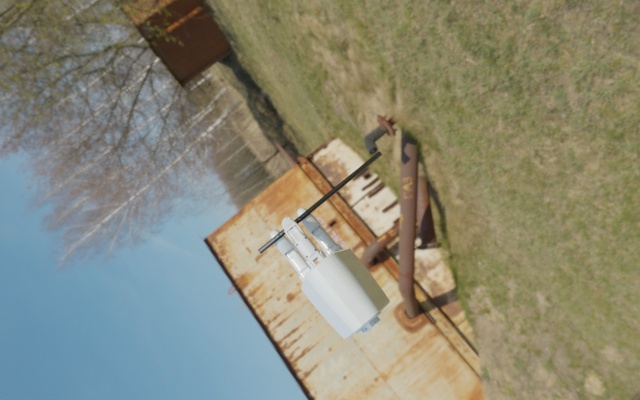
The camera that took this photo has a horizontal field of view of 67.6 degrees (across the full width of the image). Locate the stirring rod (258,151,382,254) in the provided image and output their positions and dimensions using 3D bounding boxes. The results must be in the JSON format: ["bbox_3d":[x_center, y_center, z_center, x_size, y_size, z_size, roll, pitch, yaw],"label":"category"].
[{"bbox_3d":[0.000,0.002,0.734,0.239,0.011,0.011,-39,3,-3],"label":"stirring rod"}]
